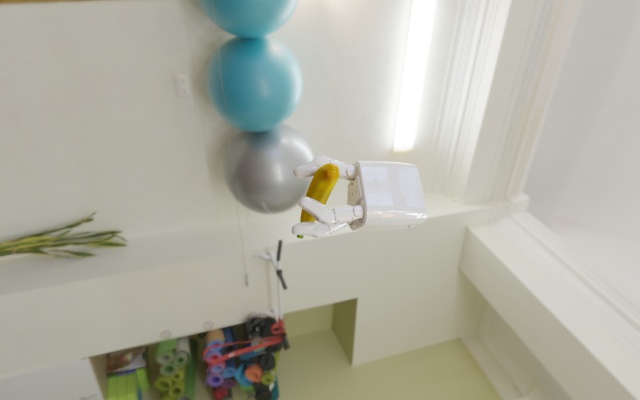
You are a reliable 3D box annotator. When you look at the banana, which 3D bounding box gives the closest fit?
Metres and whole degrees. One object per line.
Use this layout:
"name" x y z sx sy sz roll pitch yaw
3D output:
"banana" 0.000 -0.011 0.777 0.037 0.069 0.198 10 -36 -10
